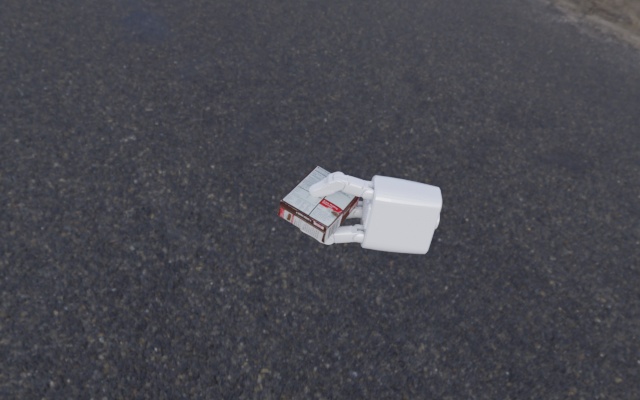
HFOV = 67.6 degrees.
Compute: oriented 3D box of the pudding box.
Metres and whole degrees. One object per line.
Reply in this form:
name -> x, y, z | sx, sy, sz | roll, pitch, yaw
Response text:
pudding box -> 0.000, 0.002, 0.760 | 0.090, 0.039, 0.113 | 30, 46, 16
